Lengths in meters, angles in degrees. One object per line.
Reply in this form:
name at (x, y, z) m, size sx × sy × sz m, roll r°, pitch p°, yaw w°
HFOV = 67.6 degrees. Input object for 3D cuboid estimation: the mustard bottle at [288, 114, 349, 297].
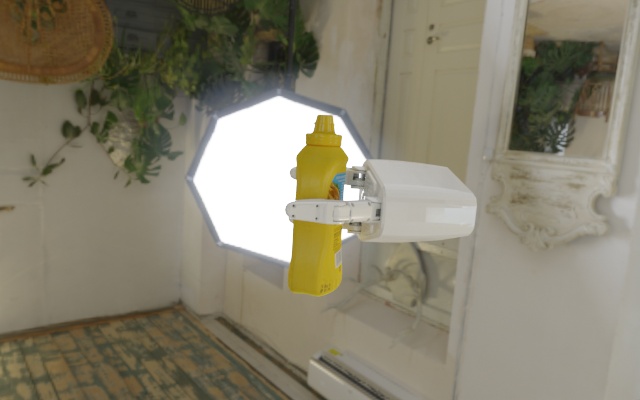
mustard bottle at (0.000, 0.002, 0.531) m, size 0.058 × 0.191 × 0.096 m, roll 6°, pitch 9°, yaw 15°
